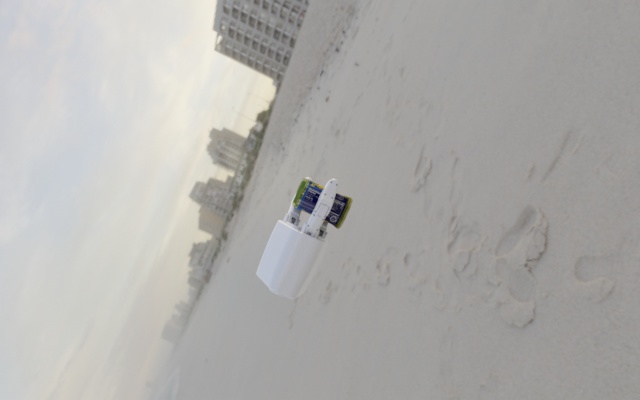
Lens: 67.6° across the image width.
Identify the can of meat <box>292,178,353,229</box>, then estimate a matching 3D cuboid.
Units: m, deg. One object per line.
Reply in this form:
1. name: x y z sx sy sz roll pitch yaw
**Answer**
1. can of meat: 0.000 0.002 0.820 0.084 0.057 0.102 25 1 -8
